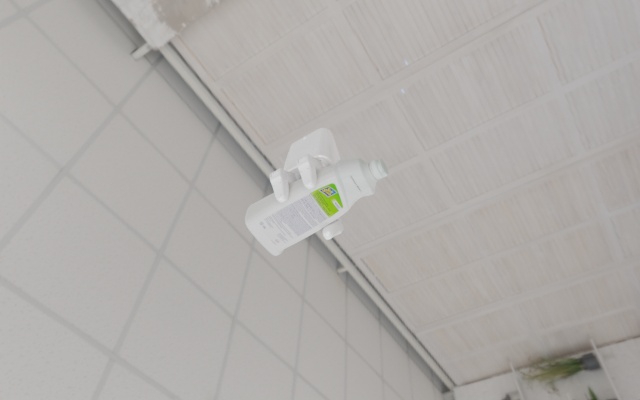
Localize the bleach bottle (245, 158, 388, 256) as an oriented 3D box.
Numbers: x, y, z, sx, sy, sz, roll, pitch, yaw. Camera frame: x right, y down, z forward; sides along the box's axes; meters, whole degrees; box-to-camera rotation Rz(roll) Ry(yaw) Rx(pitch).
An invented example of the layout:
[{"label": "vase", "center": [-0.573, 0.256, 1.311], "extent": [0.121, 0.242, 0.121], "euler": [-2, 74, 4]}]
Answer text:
[{"label": "bleach bottle", "center": [0.000, 0.003, 0.800], "extent": [0.251, 0.103, 0.068], "euler": [-26, 32, 22]}]
